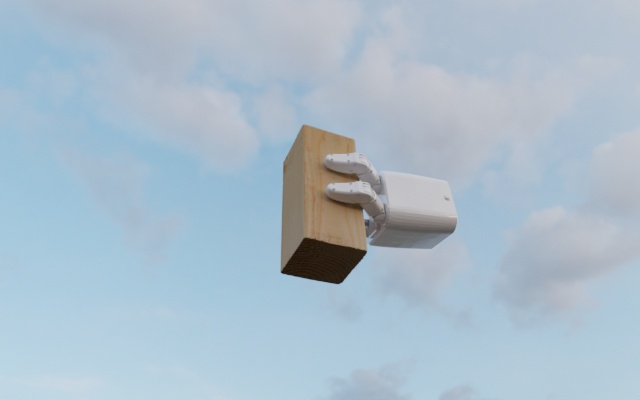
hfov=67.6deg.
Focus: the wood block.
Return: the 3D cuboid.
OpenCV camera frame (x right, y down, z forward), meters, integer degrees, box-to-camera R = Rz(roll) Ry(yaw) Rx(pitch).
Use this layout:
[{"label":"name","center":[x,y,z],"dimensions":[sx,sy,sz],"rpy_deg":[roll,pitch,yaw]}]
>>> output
[{"label":"wood block","center":[0.000,0.002,0.680],"dimensions":[0.090,0.206,0.091],"rpy_deg":[14,-43,-18]}]
